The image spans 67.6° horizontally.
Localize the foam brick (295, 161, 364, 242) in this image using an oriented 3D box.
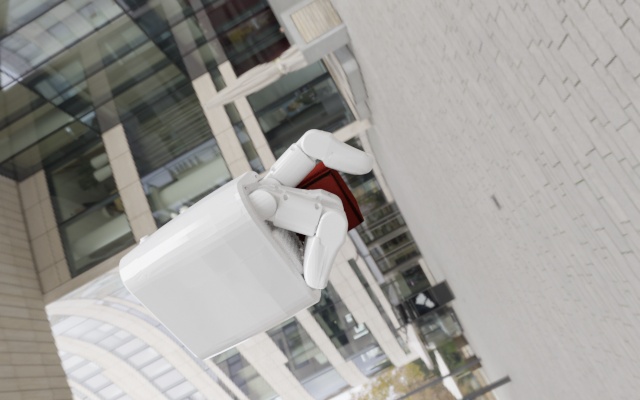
[{"bbox_3d":[0.000,0.001,0.415,0.051,0.053,0.078,-32,10,6],"label":"foam brick"}]
